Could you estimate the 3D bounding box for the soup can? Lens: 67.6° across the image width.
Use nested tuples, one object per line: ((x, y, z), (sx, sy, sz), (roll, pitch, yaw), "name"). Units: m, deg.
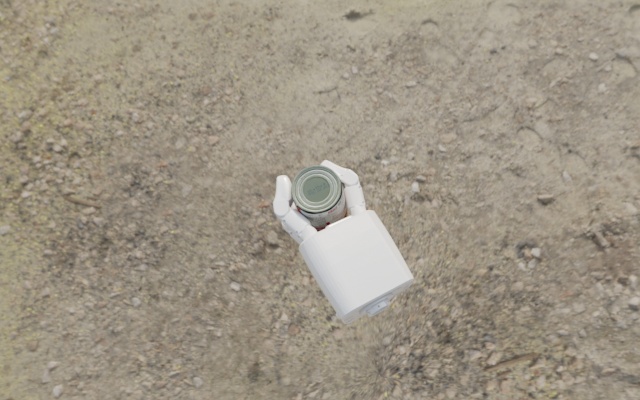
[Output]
((0.000, 0.002, 0.650), (0.068, 0.068, 0.102), (0, -20, 7), "soup can")
